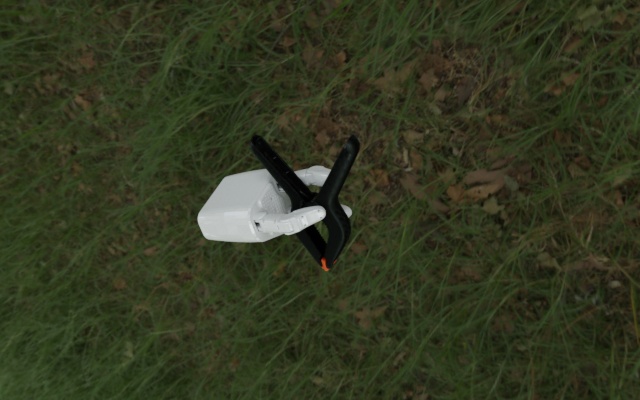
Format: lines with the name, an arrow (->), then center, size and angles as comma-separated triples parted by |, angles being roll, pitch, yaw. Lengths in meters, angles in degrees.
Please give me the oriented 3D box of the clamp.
clamp -> 0.000, 0.003, 0.646 | 0.164, 0.210, 0.036 | -2, 27, 36
